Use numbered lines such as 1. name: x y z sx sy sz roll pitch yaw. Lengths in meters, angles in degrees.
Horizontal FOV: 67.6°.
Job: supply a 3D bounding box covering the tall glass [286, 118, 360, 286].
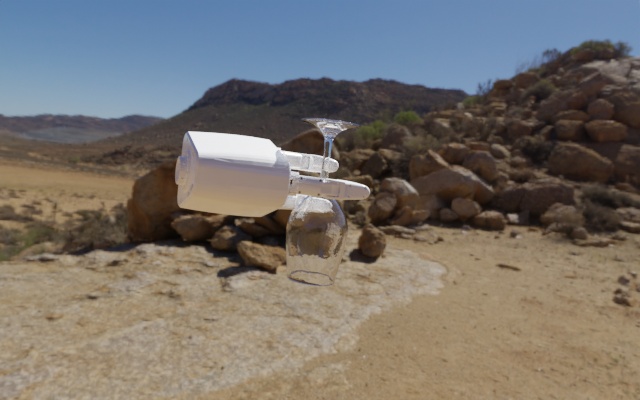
1. tall glass: 0.000 0.001 0.600 0.079 0.201 0.079 7 4 0
